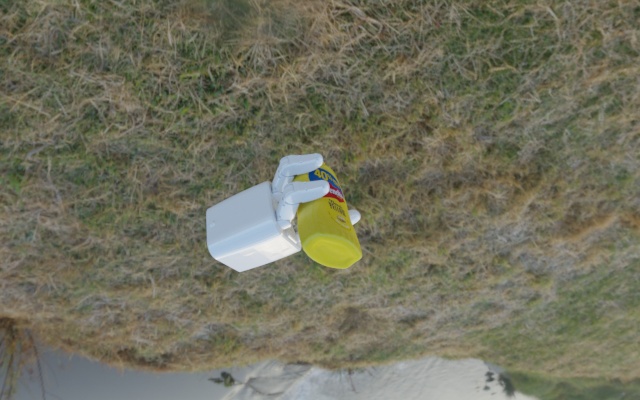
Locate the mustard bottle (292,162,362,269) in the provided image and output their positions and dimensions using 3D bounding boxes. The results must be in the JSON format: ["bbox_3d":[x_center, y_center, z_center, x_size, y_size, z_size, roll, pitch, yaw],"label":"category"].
[{"bbox_3d":[0.000,0.002,0.691,0.096,0.191,0.058,30,-58,-36],"label":"mustard bottle"}]
